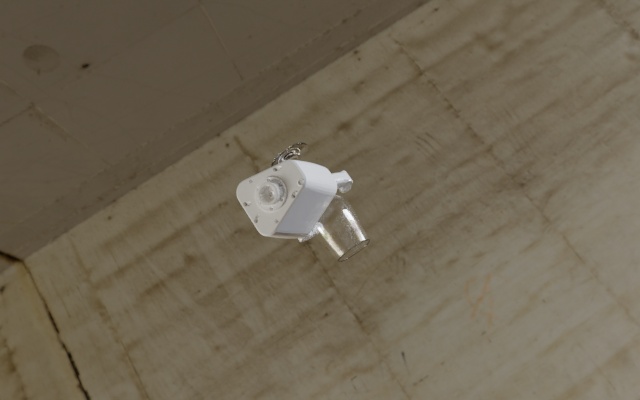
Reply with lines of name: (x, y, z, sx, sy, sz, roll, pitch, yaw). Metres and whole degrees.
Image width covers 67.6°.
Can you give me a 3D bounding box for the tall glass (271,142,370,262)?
tall glass: (0.000, 0.002, 0.793, 0.079, 0.201, 0.079, -31, -17, -11)
